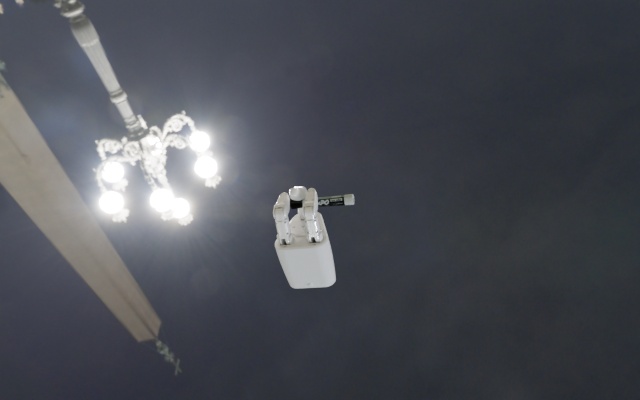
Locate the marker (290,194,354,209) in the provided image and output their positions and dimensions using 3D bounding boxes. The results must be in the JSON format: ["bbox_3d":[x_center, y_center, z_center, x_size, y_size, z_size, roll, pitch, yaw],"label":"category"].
[{"bbox_3d":[0.000,0.003,0.862,0.121,0.020,0.020,-5,-1,13],"label":"marker"}]
